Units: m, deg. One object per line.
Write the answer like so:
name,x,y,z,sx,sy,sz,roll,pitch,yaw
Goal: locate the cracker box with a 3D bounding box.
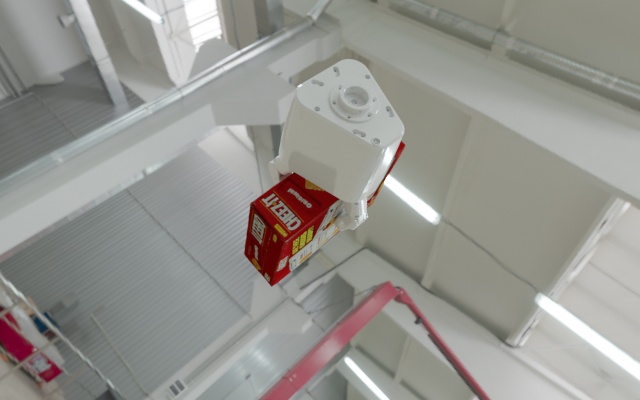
cracker box,0.000,0.002,0.643,0.213,0.072,0.164,-37,-15,-26
